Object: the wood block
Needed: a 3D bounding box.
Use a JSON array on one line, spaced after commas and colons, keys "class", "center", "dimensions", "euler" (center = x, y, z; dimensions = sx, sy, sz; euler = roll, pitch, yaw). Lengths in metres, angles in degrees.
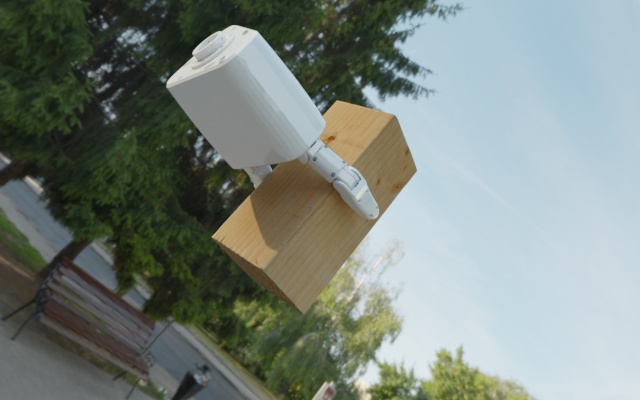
[{"class": "wood block", "center": [0.000, 0.001, 0.508], "dimensions": [0.091, 0.206, 0.090], "euler": [25, -23, 41]}]
